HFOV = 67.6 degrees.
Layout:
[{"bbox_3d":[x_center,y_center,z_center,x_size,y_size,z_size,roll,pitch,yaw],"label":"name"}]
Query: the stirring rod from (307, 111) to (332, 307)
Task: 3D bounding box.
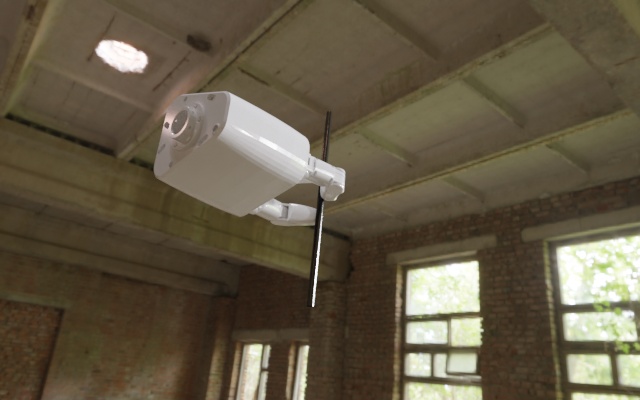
[{"bbox_3d":[0.000,0.002,0.555,0.011,0.239,0.011,5,-21,2],"label":"stirring rod"}]
